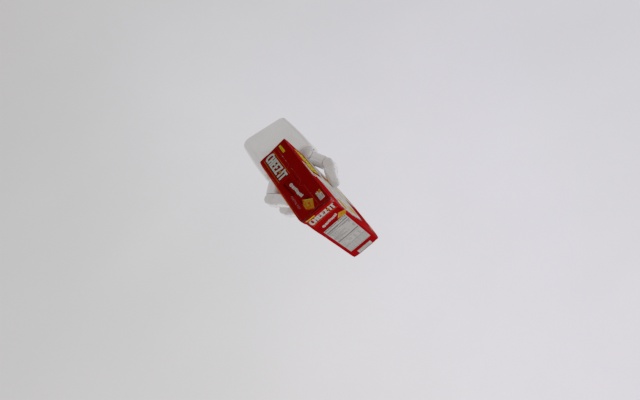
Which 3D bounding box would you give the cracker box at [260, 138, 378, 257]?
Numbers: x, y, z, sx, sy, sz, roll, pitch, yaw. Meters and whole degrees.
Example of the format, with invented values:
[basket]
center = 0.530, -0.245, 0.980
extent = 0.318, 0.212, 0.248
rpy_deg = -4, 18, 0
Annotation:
[cracker box]
center = 0.000, 0.003, 0.879
extent = 0.164, 0.072, 0.214
rpy_deg = 52, 8, 35
